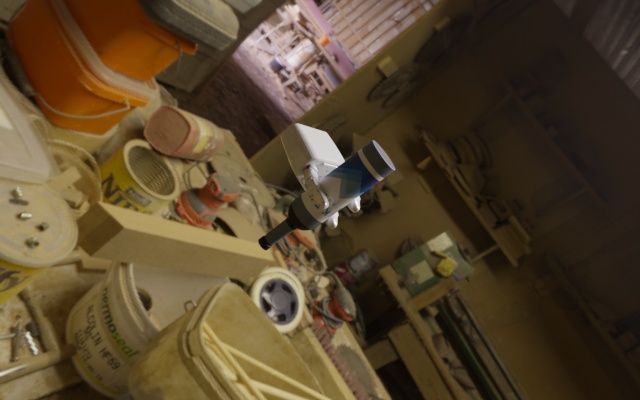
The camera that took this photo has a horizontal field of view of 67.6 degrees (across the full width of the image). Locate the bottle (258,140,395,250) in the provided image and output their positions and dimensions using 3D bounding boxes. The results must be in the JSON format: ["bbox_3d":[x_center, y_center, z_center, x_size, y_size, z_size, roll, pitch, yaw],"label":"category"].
[{"bbox_3d":[0.000,0.003,0.892,0.296,0.069,0.069,-37,-12,17],"label":"bottle"}]
